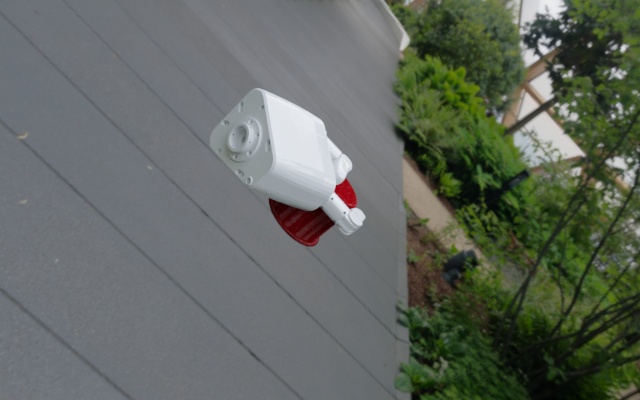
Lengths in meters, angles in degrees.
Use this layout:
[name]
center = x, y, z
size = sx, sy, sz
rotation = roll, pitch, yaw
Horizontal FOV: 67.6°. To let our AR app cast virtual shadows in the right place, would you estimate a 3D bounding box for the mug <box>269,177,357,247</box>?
[mug]
center = 0.001, 0.002, 0.635
size = 0.081, 0.093, 0.117
rotation = -40, -30, 22
